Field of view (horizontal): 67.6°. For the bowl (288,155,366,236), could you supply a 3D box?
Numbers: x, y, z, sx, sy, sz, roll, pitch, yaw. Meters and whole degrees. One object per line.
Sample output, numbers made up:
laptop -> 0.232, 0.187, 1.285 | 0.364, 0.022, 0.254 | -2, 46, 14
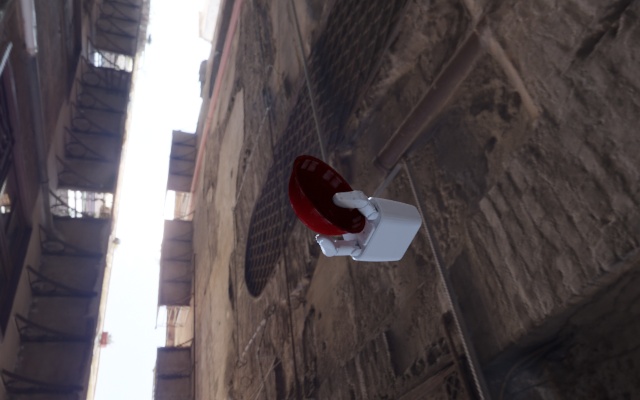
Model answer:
bowl -> -0.001, 0.002, 0.796 | 0.055, 0.162, 0.162 | -41, -21, 26
